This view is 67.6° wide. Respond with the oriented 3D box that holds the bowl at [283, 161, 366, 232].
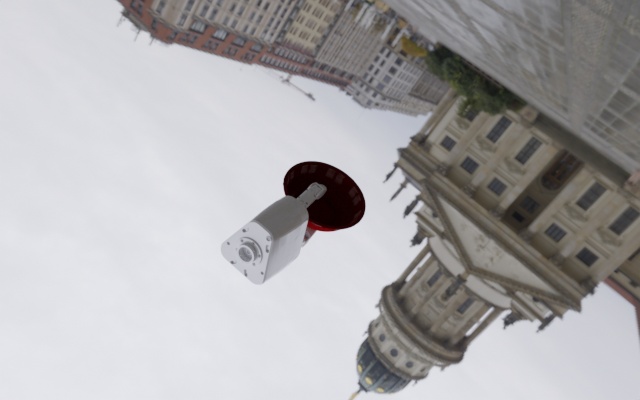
[{"bbox_3d":[0.001,0.003,0.886,0.162,0.162,0.055,0,-39,-27],"label":"bowl"}]
